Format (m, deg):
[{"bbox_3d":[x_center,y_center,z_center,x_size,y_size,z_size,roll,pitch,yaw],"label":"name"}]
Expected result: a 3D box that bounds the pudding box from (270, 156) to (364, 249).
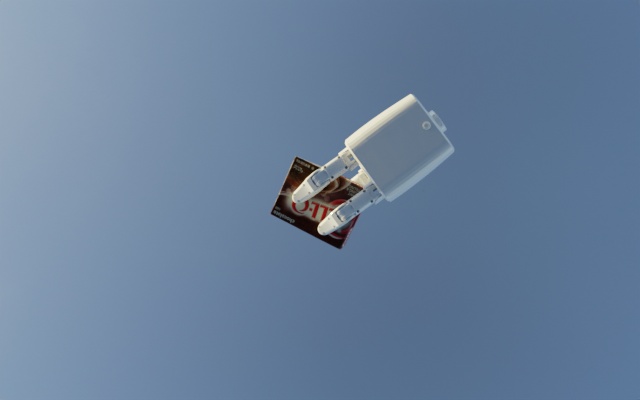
[{"bbox_3d":[0.000,0.002,0.660,0.113,0.090,0.039,26,9,11],"label":"pudding box"}]
